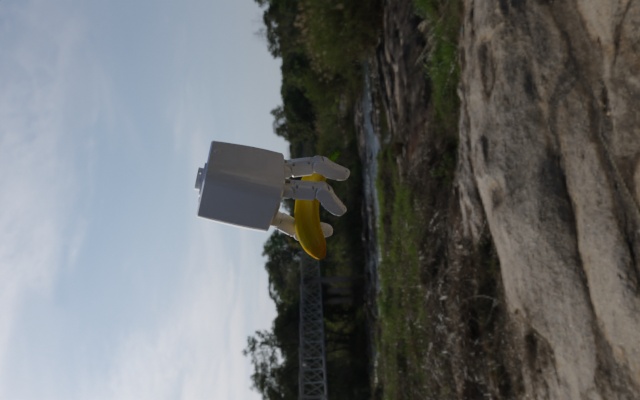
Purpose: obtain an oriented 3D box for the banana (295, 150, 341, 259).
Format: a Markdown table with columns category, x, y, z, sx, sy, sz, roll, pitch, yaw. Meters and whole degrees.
| category | x | y | z | sx | sy | sz | roll | pitch | yaw |
| --- | --- | --- | --- | --- | --- | --- | --- | --- | --- |
| banana | -0.011 | 0.007 | 0.715 | 0.037 | 0.197 | 0.070 | 29 | -41 | -27 |
